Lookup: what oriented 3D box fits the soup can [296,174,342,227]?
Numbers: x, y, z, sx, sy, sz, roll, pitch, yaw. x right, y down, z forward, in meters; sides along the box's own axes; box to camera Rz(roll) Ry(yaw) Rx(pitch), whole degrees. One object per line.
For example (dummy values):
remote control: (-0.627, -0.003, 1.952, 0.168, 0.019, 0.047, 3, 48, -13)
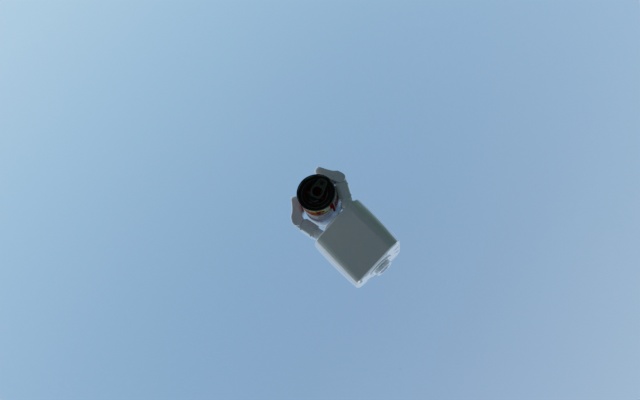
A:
soup can: (0.000, 0.003, 0.857, 0.068, 0.068, 0.102, 0, -19, 10)
